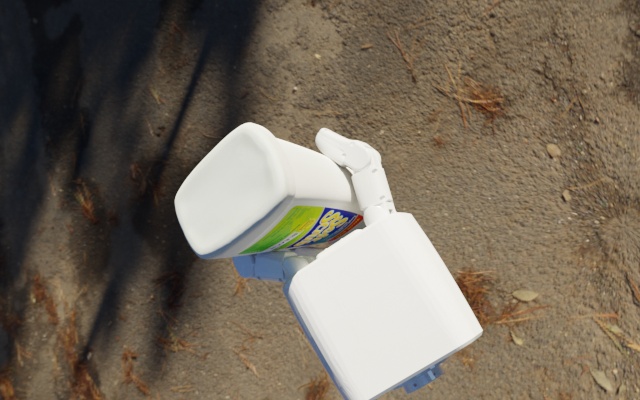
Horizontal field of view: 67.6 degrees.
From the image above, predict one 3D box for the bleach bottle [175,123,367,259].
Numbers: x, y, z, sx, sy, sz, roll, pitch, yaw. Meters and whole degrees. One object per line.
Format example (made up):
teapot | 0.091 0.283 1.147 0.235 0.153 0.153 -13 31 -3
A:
bleach bottle | 0.000 0.001 0.425 0.102 0.068 0.251 -38 -21 25
